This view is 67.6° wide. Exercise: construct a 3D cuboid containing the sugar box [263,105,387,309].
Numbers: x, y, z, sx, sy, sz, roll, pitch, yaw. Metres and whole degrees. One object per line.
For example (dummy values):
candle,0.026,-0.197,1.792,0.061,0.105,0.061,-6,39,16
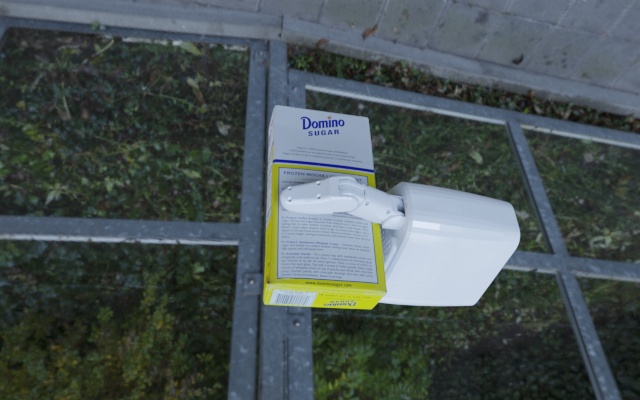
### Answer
sugar box,0.000,0.002,0.414,0.093,0.176,0.048,6,-34,-12
